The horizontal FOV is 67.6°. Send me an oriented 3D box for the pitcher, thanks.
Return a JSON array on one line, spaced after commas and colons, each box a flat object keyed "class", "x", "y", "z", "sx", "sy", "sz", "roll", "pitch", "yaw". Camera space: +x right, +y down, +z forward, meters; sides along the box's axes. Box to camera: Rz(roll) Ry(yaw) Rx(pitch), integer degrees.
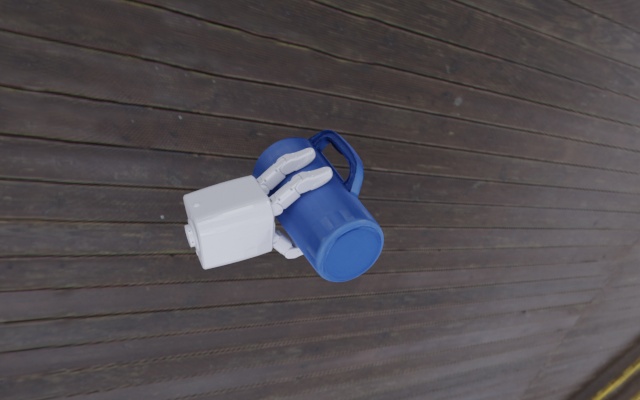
[{"class": "pitcher", "x": 0.000, "y": 0.003, "z": 0.739, "sx": 0.145, "sy": 0.149, "sz": 0.242, "roll": -15, "pitch": 38, "yaw": -20}]
